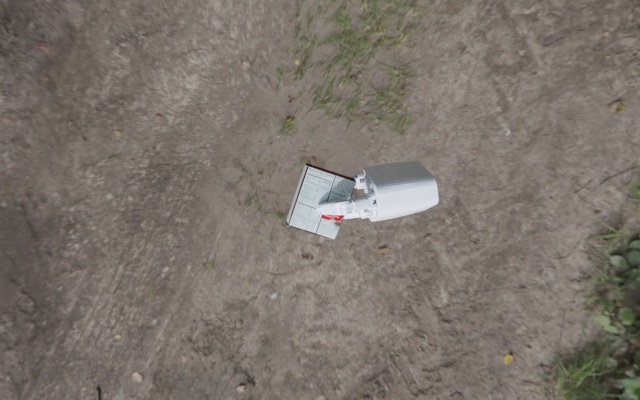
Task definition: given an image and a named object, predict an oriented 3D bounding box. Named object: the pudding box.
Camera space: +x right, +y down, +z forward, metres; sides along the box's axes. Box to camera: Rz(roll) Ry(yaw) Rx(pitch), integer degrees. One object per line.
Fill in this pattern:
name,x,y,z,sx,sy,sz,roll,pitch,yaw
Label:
pudding box,0.000,0.003,0.815,0.090,0.113,0.039,18,5,-9
